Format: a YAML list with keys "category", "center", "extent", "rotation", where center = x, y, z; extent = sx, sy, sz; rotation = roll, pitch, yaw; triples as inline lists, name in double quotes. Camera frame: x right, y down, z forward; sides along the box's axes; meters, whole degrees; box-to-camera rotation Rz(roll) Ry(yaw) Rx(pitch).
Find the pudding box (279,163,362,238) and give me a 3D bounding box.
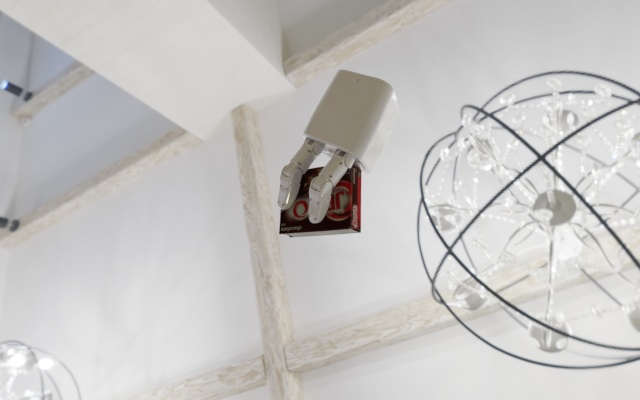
- category: "pudding box"
  center: [0.000, 0.002, 0.653]
  extent: [0.113, 0.090, 0.039]
  rotation: [-8, -19, 30]
